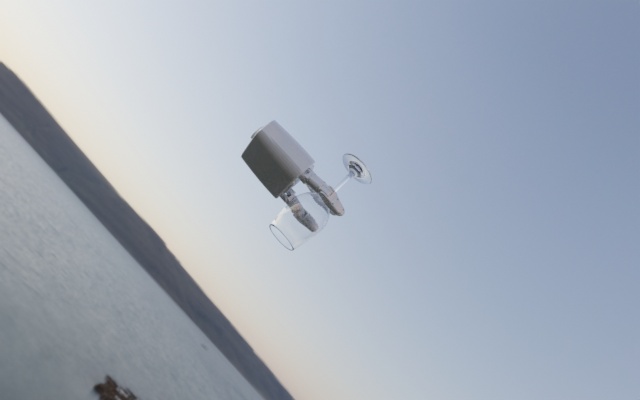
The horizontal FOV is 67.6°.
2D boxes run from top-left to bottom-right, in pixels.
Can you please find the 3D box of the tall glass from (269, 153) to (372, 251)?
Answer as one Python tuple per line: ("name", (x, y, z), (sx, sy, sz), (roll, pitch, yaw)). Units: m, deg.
("tall glass", (0.001, 0.003, 0.871), (0.201, 0.079, 0.079), (-42, 17, -20))
